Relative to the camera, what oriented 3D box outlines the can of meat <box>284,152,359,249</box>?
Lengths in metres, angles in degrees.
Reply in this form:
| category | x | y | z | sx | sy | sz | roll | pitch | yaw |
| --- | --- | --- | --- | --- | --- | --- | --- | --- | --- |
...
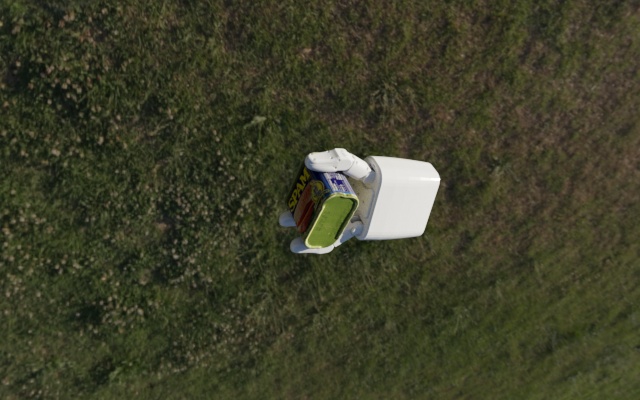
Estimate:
| category | x | y | z | sx | sy | sz | roll | pitch | yaw |
| --- | --- | --- | --- | --- | --- | --- | --- | --- | --- |
| can of meat | 0.000 | 0.002 | 0.636 | 0.057 | 0.102 | 0.084 | 4 | 40 | -30 |
